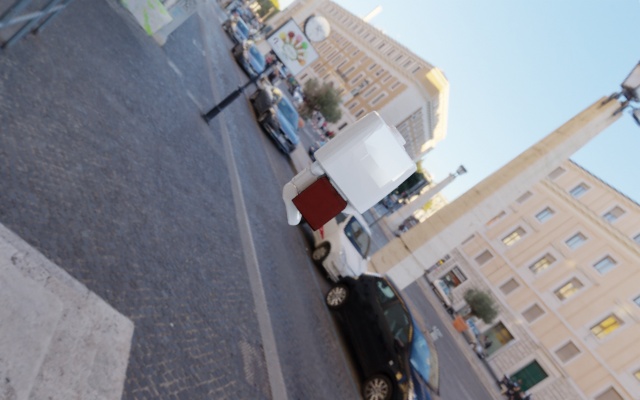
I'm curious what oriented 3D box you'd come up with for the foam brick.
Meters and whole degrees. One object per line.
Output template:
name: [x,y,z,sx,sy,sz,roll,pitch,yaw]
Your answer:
foam brick: [0.000,0.002,0.648,0.051,0.053,0.078,-37,1,7]
